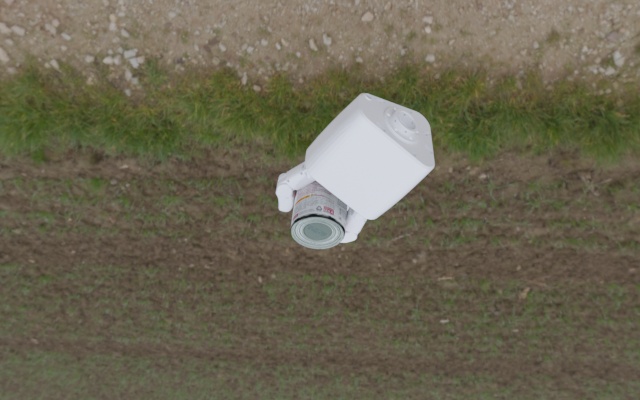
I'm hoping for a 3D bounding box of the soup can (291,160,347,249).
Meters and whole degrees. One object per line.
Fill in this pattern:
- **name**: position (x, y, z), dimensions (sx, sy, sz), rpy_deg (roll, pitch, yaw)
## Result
- **soup can**: position (0.000, 0.002, 0.608), dimensions (0.068, 0.102, 0.069), rpy_deg (3, -41, 2)
